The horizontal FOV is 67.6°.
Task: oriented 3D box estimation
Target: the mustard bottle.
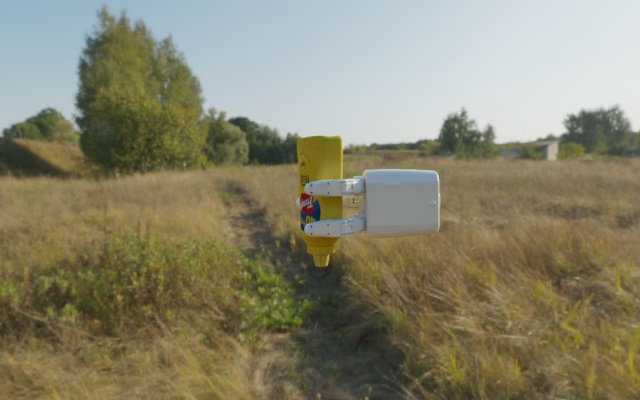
[{"bbox_3d":[0.000,0.002,0.705,0.058,0.191,0.096,-3,5,-25],"label":"mustard bottle"}]
